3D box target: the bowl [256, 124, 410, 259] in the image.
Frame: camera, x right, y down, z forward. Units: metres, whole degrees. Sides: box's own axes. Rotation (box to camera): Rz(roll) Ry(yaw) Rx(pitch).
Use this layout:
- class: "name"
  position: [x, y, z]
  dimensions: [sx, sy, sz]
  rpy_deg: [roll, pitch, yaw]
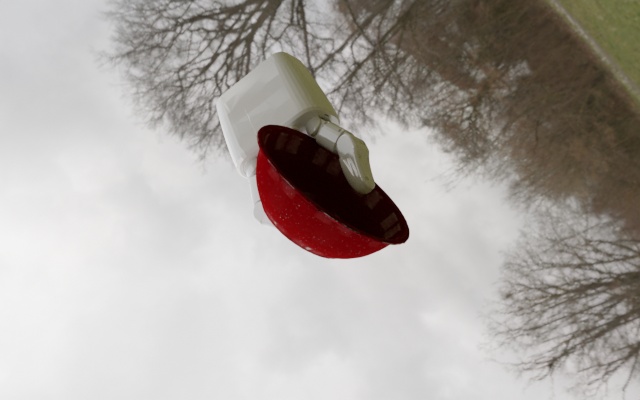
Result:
- class: "bowl"
  position: [0.000, 0.002, 0.429]
  dimensions: [0.162, 0.055, 0.162]
  rpy_deg: [32, 20, -13]
